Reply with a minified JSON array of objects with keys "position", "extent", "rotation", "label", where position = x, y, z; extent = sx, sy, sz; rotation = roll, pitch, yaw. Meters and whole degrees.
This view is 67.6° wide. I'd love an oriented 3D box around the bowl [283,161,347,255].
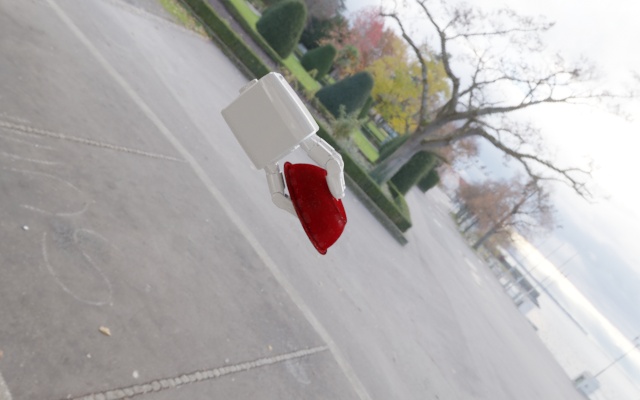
[{"position":[0.001,0.003,0.757],"extent":[0.055,0.162,0.162],"rotation":[-22,-4,9],"label":"bowl"}]
